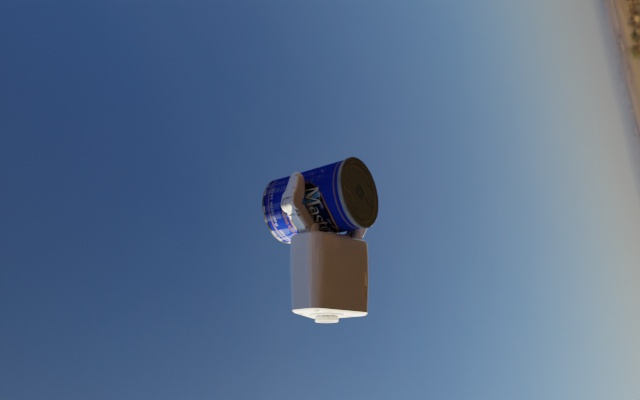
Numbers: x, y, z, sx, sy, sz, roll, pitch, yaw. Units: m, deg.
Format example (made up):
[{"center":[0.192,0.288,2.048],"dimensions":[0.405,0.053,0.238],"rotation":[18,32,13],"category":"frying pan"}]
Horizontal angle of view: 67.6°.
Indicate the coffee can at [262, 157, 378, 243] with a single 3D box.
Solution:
[{"center":[0.000,0.002,0.707],"dimensions":[0.140,0.103,0.103],"rotation":[-14,-8,33],"category":"coffee can"}]
